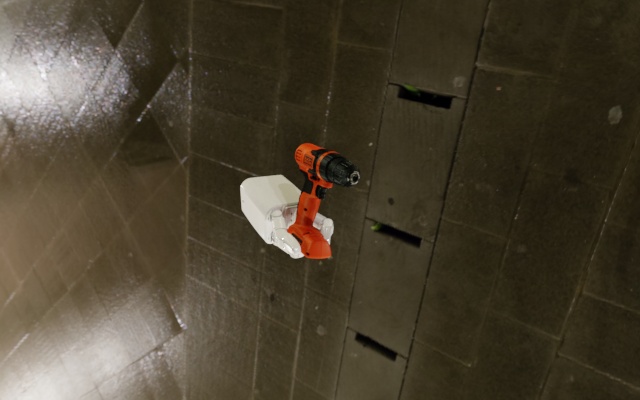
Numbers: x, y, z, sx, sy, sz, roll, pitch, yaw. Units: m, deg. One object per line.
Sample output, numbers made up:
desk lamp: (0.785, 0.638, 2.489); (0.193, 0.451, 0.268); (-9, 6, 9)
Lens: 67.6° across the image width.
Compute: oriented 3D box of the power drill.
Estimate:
power drill: (0.000, 0.003, 0.841); (0.057, 0.188, 0.184); (4, 15, -29)
